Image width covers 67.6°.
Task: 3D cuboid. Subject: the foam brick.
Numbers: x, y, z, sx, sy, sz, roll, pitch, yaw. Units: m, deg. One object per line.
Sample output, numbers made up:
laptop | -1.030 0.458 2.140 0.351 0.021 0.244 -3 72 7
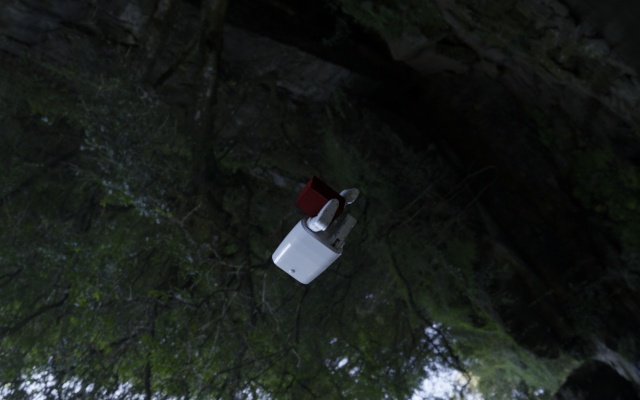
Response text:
foam brick | 0.000 0.003 0.888 0.078 0.051 0.053 37 27 -10
